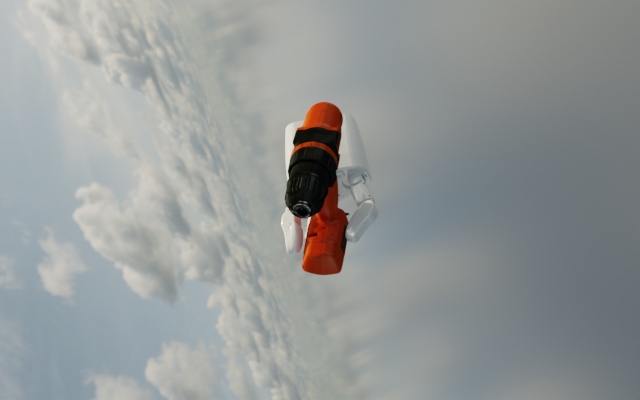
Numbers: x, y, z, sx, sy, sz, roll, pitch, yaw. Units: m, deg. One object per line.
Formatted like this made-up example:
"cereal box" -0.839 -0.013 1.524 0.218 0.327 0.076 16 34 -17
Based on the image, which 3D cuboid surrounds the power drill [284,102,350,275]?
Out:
"power drill" 0.000 0.002 0.572 0.057 0.188 0.184 4 42 9
